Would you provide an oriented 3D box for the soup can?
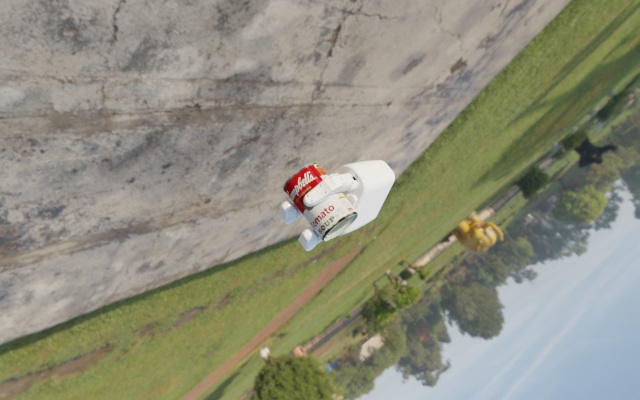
[{"bbox_3d":[0.000,0.003,0.719,0.068,0.102,0.068,-35,-16,-11],"label":"soup can"}]
